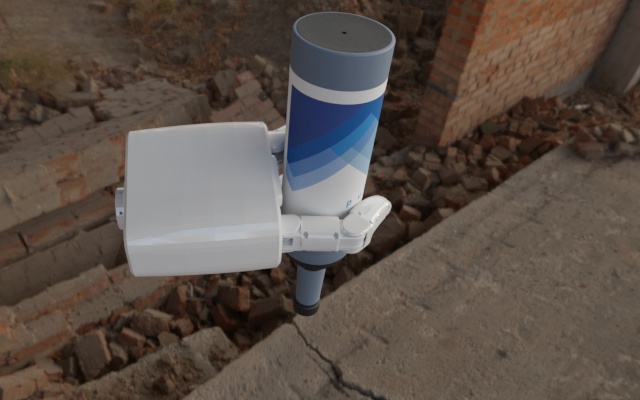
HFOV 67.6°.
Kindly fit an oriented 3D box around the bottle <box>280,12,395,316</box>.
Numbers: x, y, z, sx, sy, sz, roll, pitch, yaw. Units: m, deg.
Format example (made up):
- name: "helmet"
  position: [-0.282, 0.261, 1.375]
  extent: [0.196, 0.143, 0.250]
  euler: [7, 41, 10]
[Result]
- name: "bottle"
  position: [0.000, 0.001, 0.402]
  extent: [0.069, 0.296, 0.069]
  euler: [4, 42, -4]
